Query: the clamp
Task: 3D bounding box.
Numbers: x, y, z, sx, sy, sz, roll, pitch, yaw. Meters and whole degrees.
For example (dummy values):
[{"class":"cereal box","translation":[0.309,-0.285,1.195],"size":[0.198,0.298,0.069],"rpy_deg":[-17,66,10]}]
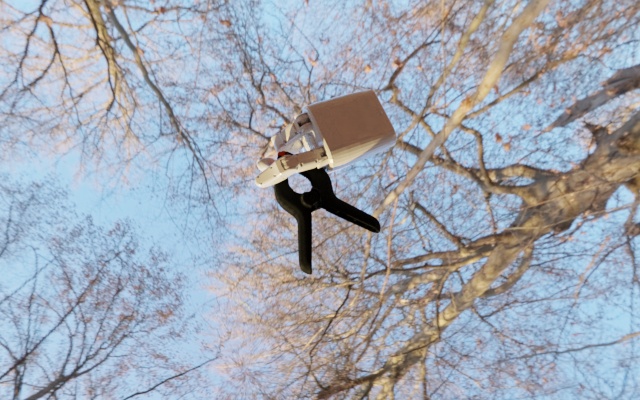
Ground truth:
[{"class":"clamp","translation":[0.000,0.002,0.645],"size":[0.120,0.171,0.039],"rpy_deg":[-20,-15,-16]}]
